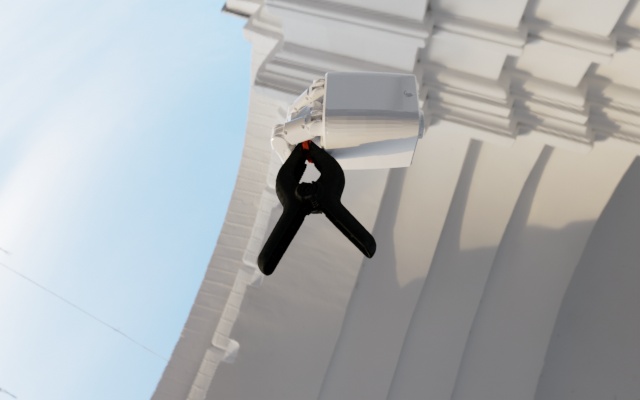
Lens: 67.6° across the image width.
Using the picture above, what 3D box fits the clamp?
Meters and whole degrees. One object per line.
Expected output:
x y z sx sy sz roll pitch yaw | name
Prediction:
0.000 0.002 0.518 0.120 0.171 0.039 0 -33 6 | clamp
